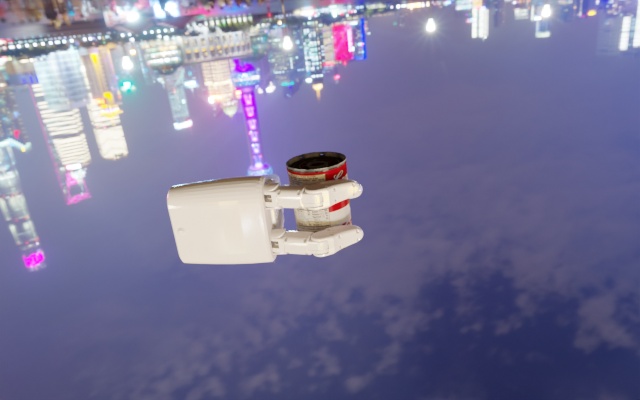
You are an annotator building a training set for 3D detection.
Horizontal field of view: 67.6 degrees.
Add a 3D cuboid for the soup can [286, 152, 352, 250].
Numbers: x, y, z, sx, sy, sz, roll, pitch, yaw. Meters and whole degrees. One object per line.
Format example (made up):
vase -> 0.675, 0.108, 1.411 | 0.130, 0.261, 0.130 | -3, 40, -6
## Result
soup can -> 0.001, 0.002, 0.551 | 0.068, 0.102, 0.068 | -5, 21, 2
